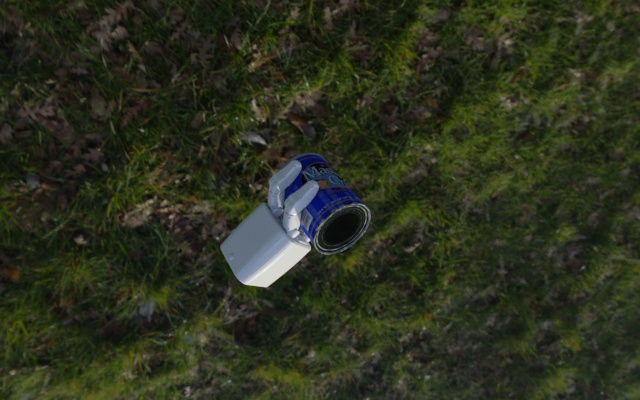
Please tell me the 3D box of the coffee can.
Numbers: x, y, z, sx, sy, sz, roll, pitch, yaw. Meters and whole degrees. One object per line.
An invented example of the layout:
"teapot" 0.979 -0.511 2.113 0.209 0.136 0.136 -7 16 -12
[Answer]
"coffee can" 0.000 0.002 0.775 0.103 0.103 0.140 0 37 -38
